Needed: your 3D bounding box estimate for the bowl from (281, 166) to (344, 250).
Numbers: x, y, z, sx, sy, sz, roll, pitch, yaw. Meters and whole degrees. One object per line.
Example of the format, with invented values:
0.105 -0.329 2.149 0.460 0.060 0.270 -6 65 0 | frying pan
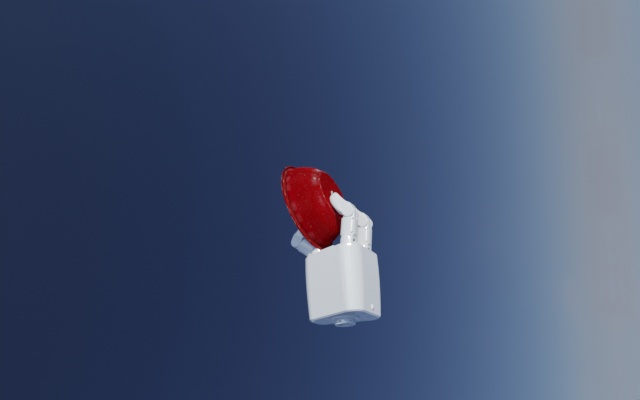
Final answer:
0.000 0.001 0.825 0.055 0.162 0.162 -27 -10 20 | bowl
